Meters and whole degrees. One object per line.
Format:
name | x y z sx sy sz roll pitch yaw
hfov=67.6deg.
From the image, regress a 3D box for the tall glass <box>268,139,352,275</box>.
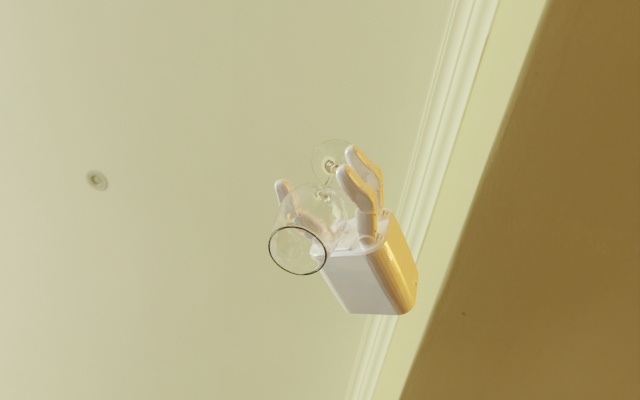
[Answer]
tall glass | 0.000 0.001 0.563 0.079 0.079 0.201 0 30 16
